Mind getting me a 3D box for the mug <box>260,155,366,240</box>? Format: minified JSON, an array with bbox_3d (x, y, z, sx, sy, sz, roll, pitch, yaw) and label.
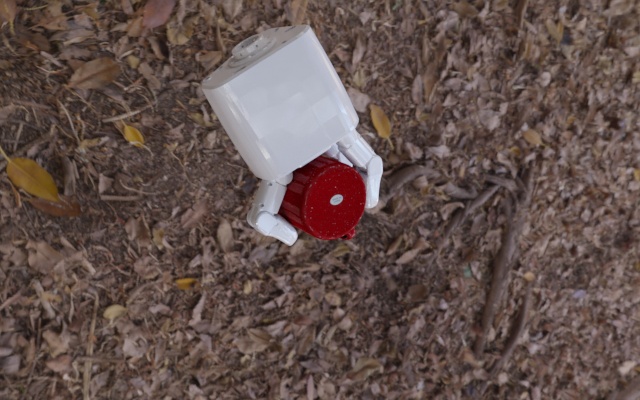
[{"bbox_3d":[0.001,0.003,0.517,0.093,0.117,0.081,-43,33,-16],"label":"mug"}]
